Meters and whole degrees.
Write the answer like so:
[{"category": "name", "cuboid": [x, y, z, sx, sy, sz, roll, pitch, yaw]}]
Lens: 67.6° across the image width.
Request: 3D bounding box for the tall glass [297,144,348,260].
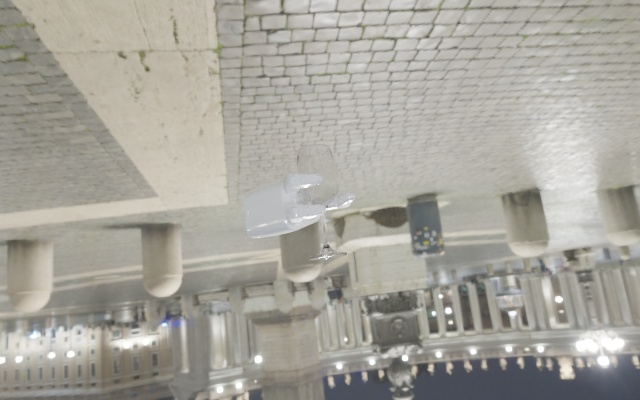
[{"category": "tall glass", "cuboid": [0.000, 0.003, 0.860, 0.079, 0.201, 0.079, -7, -11, -1]}]
